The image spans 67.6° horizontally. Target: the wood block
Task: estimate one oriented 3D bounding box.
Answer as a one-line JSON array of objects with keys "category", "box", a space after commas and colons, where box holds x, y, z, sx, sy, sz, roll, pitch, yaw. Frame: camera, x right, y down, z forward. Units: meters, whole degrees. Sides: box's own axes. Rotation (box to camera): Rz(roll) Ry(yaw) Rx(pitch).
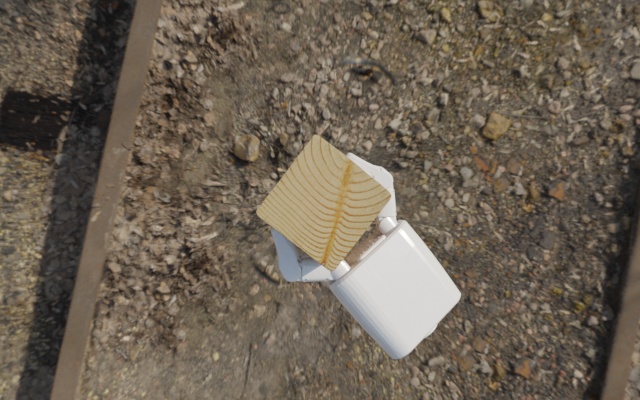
[{"category": "wood block", "box": [0.001, 0.002, 0.521, 0.090, 0.091, 0.206, 38, -1, -2]}]
